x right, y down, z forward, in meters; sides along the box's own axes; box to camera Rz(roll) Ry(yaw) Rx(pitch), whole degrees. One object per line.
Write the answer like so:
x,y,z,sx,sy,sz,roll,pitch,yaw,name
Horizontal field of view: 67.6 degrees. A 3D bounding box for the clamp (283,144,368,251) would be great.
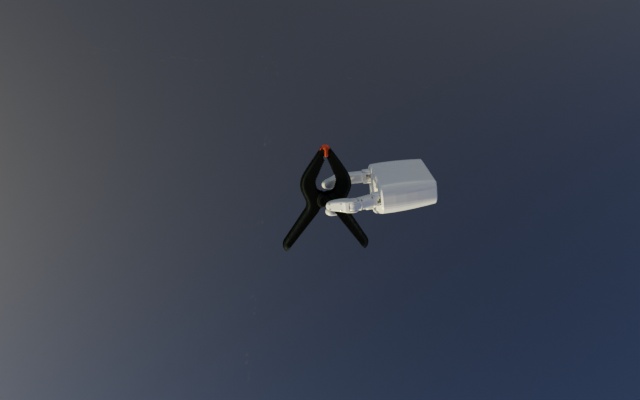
0.000,0.003,0.893,0.164,0.210,0.036,-9,18,-4,clamp
